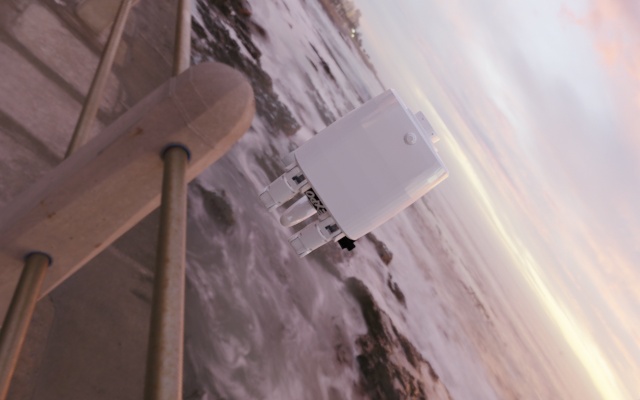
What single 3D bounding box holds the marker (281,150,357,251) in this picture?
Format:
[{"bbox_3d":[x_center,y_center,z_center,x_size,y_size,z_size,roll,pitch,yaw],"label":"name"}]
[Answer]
[{"bbox_3d":[0.000,0.002,0.505,0.020,0.121,0.020,-34,2,1],"label":"marker"}]
